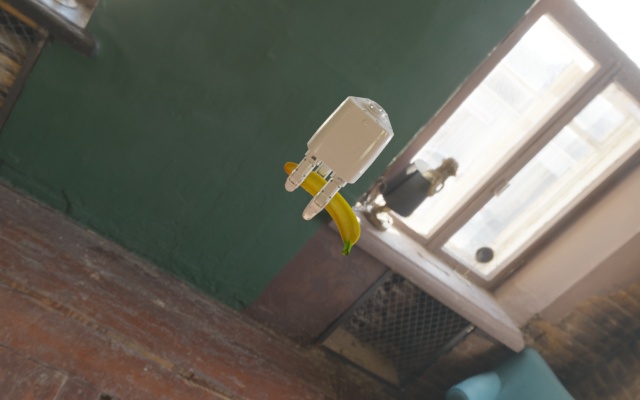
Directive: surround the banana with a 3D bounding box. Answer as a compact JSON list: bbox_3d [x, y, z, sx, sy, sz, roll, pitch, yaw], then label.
[{"bbox_3d":[0.013,0.004,0.836,0.037,0.197,0.069,-47,-21,29],"label":"banana"}]
